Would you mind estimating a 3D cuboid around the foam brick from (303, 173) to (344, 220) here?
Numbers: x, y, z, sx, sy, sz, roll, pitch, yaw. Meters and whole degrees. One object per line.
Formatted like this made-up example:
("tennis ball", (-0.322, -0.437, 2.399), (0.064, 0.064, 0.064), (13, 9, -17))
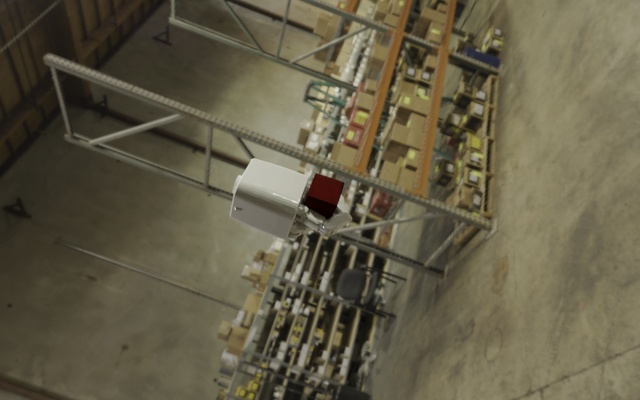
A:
("foam brick", (0.000, 0.002, 0.796), (0.051, 0.053, 0.078), (21, -39, -3))
